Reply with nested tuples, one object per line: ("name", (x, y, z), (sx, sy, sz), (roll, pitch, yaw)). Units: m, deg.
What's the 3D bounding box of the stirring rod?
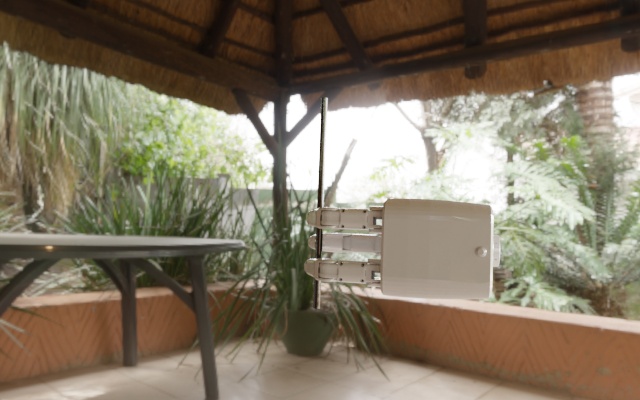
("stirring rod", (0.000, 0.002, 0.546), (0.011, 0.239, 0.011), (2, -3, 0))
